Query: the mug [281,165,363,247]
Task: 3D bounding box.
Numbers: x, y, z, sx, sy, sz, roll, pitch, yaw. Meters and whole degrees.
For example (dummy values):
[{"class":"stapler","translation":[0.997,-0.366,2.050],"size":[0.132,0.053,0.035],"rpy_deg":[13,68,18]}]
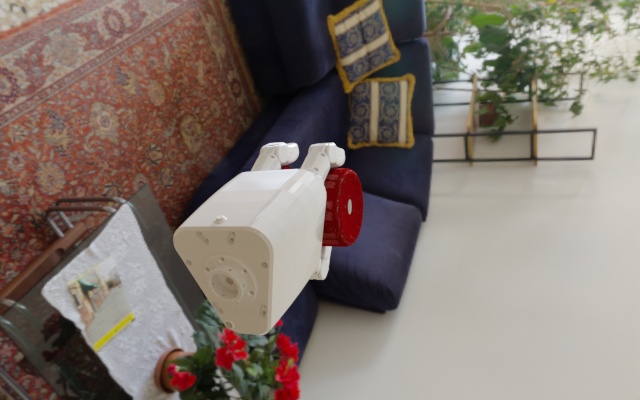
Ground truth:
[{"class":"mug","translation":[0.001,0.001,0.518],"size":[0.081,0.093,0.117],"rpy_deg":[0,27,24]}]
